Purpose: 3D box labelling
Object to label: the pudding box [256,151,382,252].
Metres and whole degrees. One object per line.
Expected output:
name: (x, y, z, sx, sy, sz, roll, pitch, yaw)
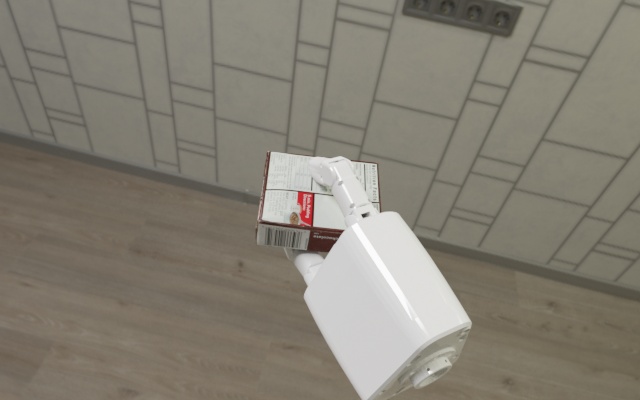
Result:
pudding box: (0.000, 0.001, 0.448, 0.113, 0.090, 0.039, 7, -40, -6)
